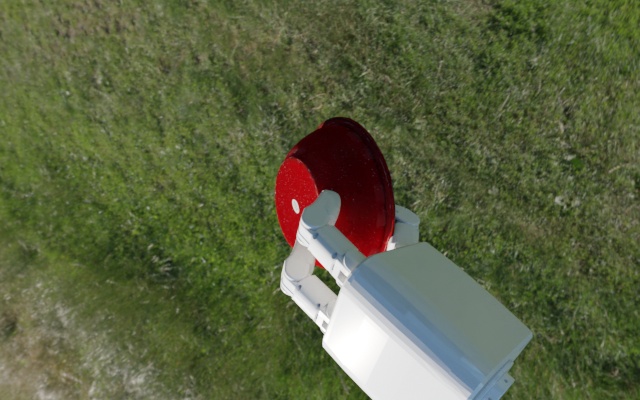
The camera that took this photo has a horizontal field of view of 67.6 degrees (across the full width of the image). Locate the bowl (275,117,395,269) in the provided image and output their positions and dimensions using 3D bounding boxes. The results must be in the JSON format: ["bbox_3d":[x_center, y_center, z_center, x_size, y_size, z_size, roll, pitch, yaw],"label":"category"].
[{"bbox_3d":[-0.001,0.001,0.462,0.055,0.162,0.162,-9,4,-30],"label":"bowl"}]
